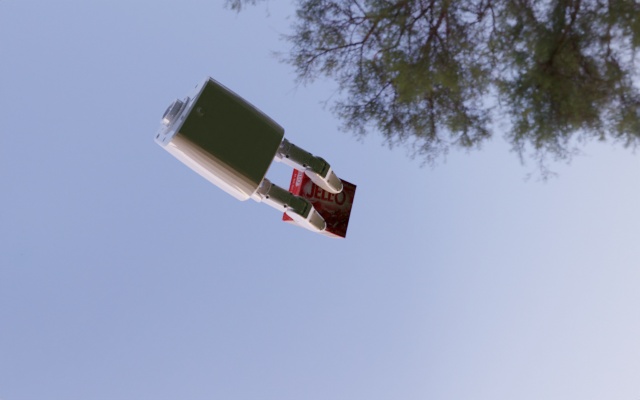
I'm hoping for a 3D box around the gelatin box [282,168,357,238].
[{"bbox_3d":[0.000,0.002,0.604,0.089,0.073,0.030,22,-15,-36],"label":"gelatin box"}]
